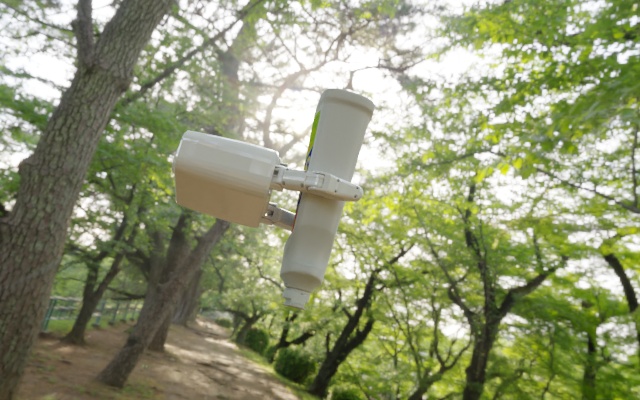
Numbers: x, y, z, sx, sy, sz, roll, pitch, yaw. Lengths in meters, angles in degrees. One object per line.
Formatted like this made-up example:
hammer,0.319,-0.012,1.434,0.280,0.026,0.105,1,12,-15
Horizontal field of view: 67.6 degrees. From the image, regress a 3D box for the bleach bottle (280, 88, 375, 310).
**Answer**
bleach bottle,0.000,0.002,0.566,0.068,0.250,0.102,15,-15,-6
